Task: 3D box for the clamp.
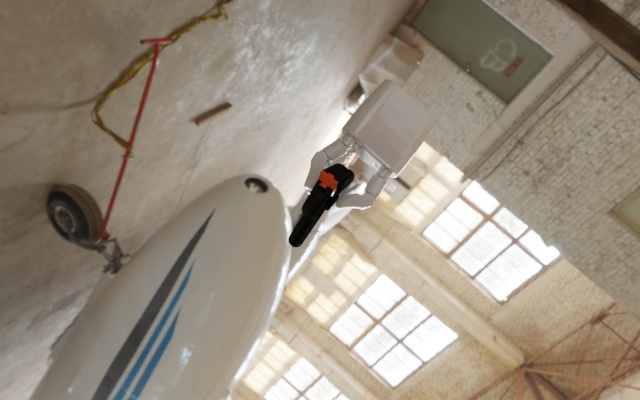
[{"bbox_3d":[0.001,0.003,0.728,0.036,0.164,0.210,37,-4,5],"label":"clamp"}]
